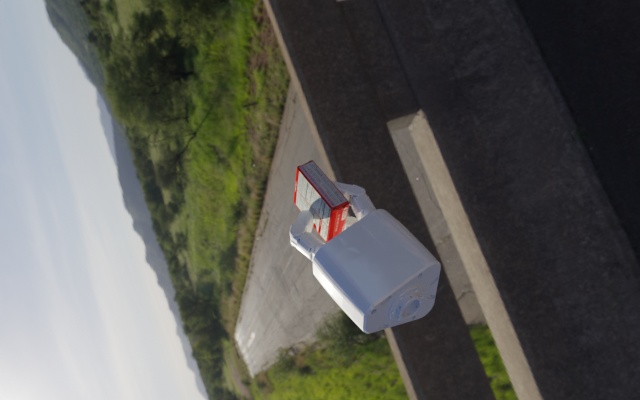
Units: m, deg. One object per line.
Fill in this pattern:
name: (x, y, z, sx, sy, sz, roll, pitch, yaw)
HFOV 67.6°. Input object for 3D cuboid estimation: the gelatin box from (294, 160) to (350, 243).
gelatin box: (0.000, 0.002, 0.642, 0.030, 0.089, 0.073, -25, -34, -25)
